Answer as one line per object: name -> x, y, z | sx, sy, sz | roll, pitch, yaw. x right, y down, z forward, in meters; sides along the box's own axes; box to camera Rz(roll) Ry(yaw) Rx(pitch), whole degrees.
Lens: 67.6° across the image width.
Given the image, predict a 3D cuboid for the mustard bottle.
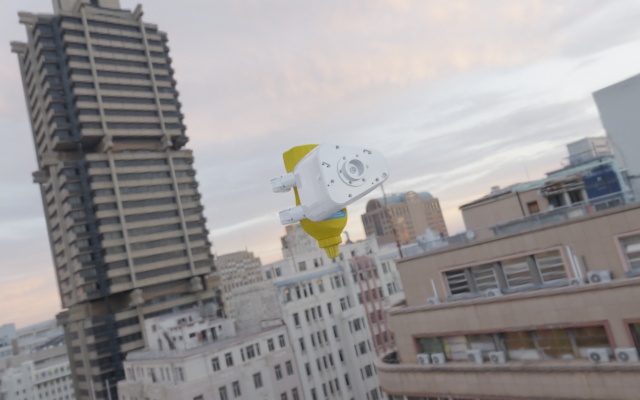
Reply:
mustard bottle -> 0.000, 0.002, 0.806 | 0.096, 0.191, 0.058 | -6, -11, -46
